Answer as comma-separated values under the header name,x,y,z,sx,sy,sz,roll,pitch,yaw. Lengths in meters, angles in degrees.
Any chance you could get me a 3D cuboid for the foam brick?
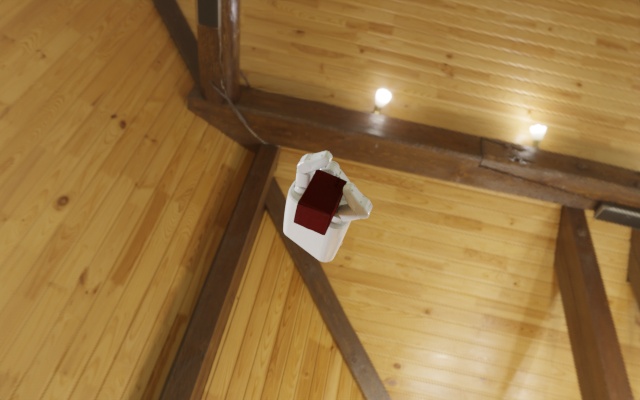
name,x,y,z,sx,sy,sz,roll,pitch,yaw
foam brick,0.000,0.002,0.710,0.053,0.078,0.051,23,-41,5
